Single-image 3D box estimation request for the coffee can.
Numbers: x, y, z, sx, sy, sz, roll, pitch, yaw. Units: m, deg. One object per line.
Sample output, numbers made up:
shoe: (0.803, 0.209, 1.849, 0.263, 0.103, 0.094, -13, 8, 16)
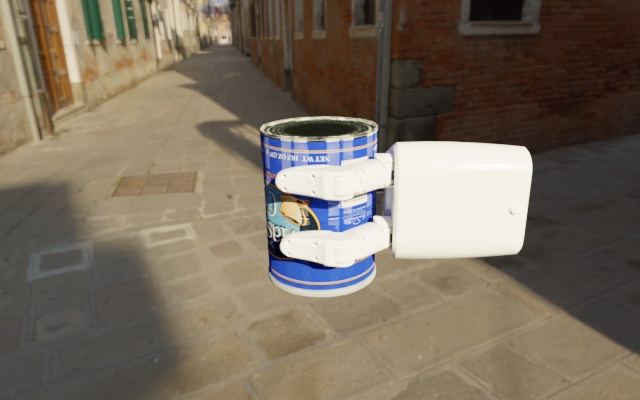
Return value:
coffee can: (0.000, 0.002, 0.435, 0.103, 0.140, 0.102, -1, 19, 0)
